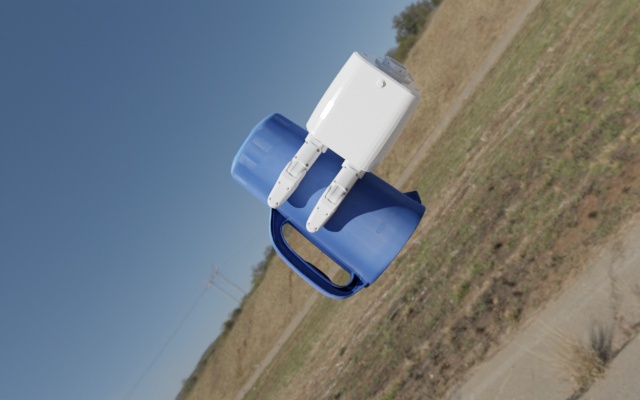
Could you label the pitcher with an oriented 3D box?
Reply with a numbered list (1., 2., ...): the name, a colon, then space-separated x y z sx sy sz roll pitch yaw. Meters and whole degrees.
1. pitcher: 0.000 0.002 0.630 0.243 0.145 0.149 36 26 4
